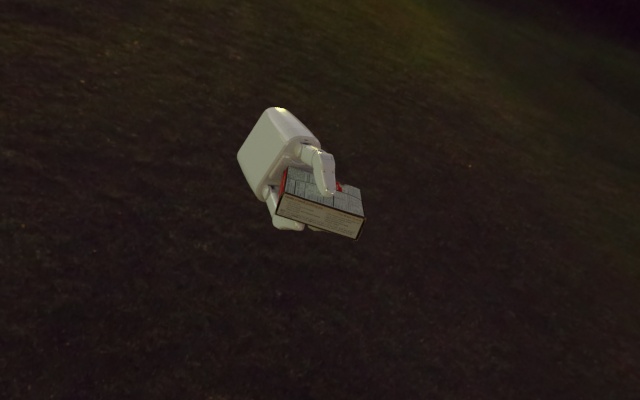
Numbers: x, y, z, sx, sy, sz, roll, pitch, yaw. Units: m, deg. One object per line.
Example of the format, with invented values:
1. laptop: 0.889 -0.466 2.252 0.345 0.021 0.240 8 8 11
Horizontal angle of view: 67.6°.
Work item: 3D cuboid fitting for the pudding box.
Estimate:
1. pudding box: 0.000 0.002 0.625 0.113 0.039 0.090 17 25 -7
